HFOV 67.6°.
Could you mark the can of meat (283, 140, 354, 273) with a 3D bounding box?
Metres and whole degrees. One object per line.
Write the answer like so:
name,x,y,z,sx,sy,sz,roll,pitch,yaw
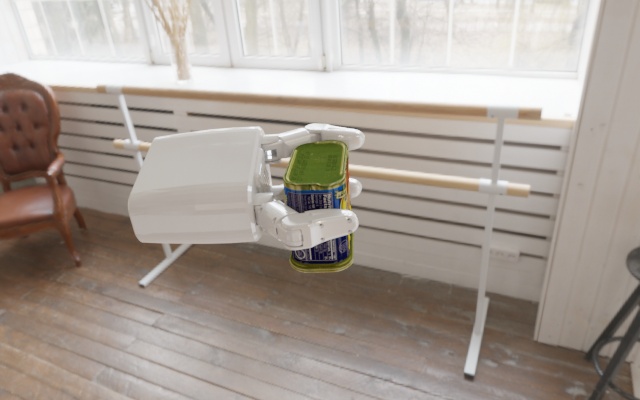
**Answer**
can of meat,0.000,0.001,0.433,0.057,0.084,0.102,-2,28,6
